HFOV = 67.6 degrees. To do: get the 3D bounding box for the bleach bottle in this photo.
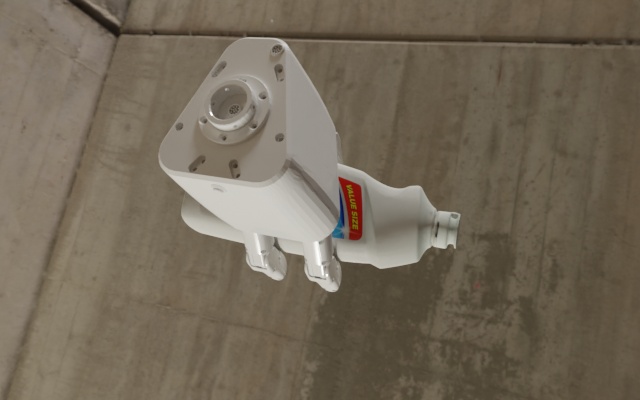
[{"bbox_3d":[0.000,0.002,0.442,0.251,0.102,0.068,8,-18,20],"label":"bleach bottle"}]
